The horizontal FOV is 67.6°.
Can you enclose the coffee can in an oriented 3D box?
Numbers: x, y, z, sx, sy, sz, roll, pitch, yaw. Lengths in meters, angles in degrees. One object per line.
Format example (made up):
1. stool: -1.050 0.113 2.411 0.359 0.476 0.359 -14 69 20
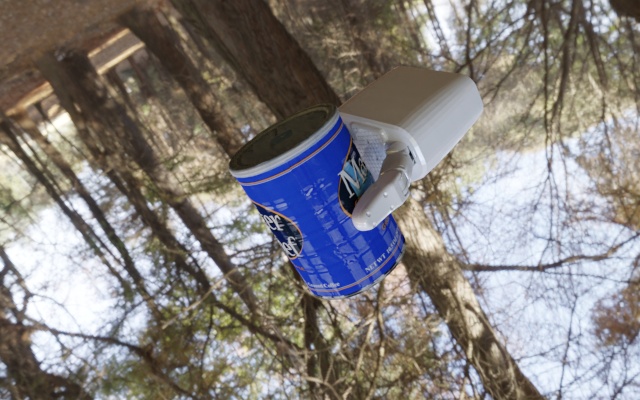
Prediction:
1. coffee can: 0.000 0.001 0.420 0.103 0.140 0.102 -25 24 12
